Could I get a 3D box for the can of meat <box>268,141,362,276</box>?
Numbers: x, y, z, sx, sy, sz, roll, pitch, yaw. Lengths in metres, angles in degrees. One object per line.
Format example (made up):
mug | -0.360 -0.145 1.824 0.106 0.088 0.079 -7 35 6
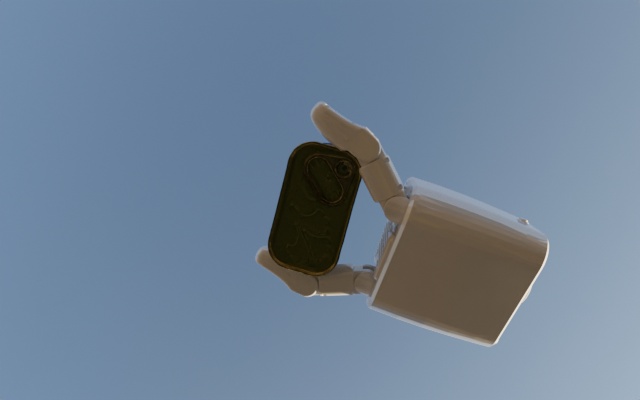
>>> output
can of meat | 0.000 0.001 0.404 0.057 0.102 0.084 16 11 5
